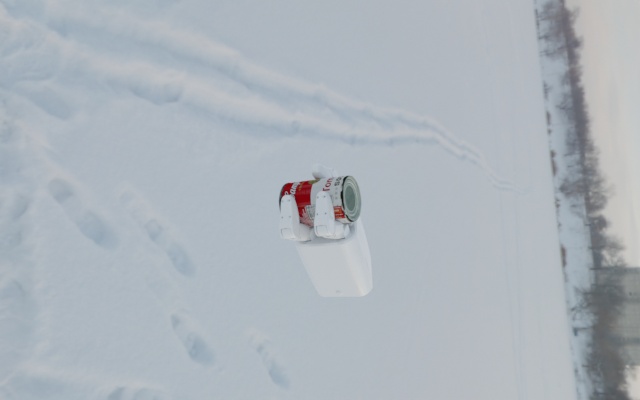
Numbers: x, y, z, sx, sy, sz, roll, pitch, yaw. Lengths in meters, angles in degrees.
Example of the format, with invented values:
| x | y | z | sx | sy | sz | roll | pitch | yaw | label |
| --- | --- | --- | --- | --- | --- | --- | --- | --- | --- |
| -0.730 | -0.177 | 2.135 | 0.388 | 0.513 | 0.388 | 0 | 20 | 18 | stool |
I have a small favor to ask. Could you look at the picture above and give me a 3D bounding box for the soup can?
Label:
| x | y | z | sx | sy | sz | roll | pitch | yaw | label |
| --- | --- | --- | --- | --- | --- | --- | --- | --- | --- |
| 0.000 | 0.002 | 0.692 | 0.102 | 0.068 | 0.068 | -6 | -3 | 26 | soup can |
